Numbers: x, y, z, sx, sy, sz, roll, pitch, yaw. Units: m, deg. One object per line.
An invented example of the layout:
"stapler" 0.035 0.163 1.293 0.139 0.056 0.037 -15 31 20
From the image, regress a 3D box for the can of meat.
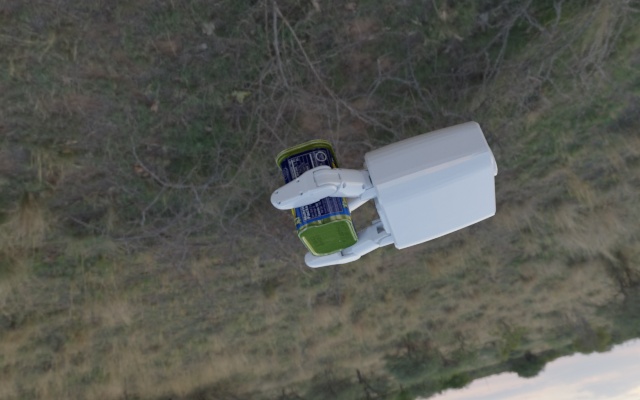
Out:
"can of meat" 0.000 0.002 0.480 0.057 0.084 0.102 -18 -23 5
